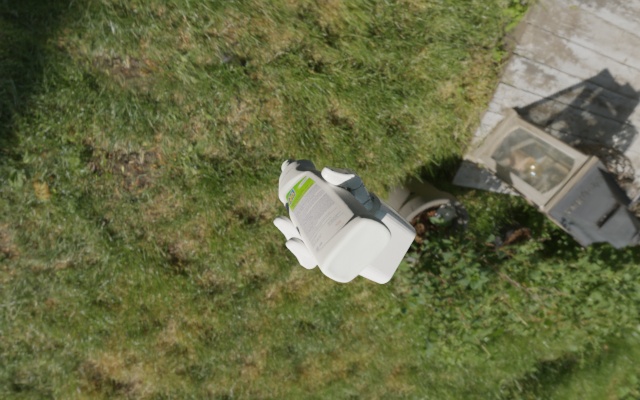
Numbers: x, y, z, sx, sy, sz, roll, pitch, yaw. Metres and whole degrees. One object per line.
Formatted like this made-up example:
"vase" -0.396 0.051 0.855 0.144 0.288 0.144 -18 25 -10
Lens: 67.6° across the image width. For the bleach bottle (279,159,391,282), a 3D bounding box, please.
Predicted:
"bleach bottle" 0.000 0.002 0.698 0.068 0.102 0.250 33 14 -38
